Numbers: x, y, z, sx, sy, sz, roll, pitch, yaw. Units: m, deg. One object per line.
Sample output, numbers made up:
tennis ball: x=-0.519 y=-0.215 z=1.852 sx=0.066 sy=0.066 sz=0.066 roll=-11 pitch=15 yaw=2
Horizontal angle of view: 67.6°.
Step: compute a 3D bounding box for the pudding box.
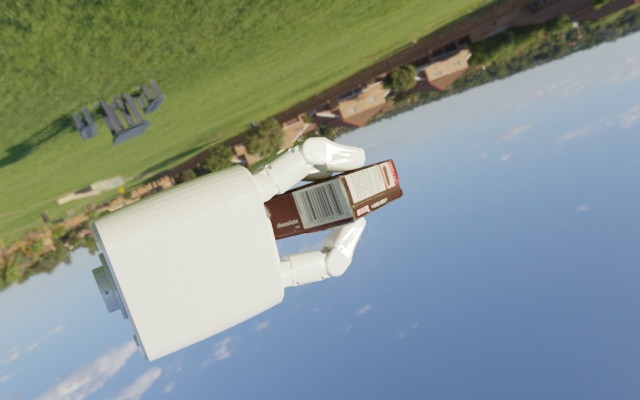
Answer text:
pudding box: x=0.000 y=0.002 z=0.406 sx=0.113 sy=0.039 sz=0.090 roll=-14 pitch=5 yaw=35
